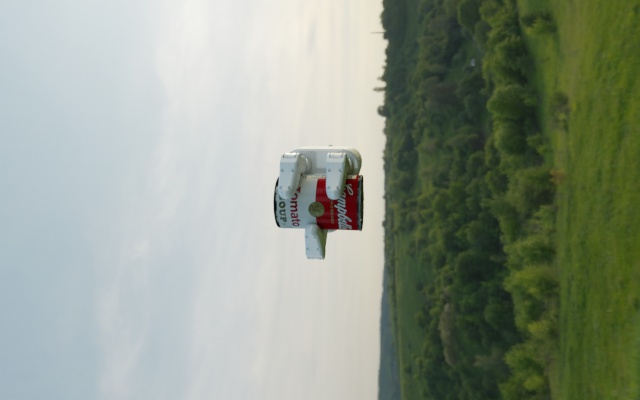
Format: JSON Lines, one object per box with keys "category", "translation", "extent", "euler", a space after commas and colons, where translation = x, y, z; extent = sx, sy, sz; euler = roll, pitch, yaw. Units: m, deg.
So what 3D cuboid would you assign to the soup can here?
{"category": "soup can", "translation": [0.000, 0.002, 0.578], "extent": [0.102, 0.068, 0.068], "euler": [1, 0, 8]}
